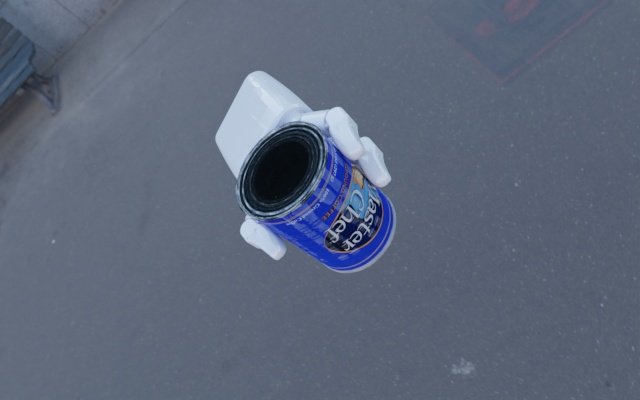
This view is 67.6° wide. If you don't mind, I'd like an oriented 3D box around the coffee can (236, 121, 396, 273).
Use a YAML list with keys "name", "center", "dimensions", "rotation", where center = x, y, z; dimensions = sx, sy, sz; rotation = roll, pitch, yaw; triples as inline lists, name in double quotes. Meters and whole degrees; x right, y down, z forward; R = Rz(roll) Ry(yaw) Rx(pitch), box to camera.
- name: "coffee can"
  center: [0.000, 0.002, 0.480]
  dimensions: [0.103, 0.102, 0.140]
  rotation: [0, -26, 37]
